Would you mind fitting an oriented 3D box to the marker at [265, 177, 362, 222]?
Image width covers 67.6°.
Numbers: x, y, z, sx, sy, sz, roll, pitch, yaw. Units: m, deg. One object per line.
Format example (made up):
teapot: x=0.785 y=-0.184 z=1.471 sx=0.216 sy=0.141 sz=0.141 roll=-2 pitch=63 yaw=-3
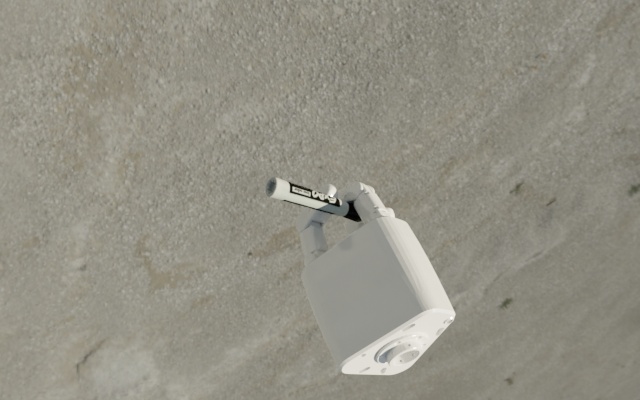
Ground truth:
marker: x=0.000 y=0.002 z=0.473 sx=0.121 sy=0.020 sz=0.020 roll=17 pitch=-11 yaw=-38
